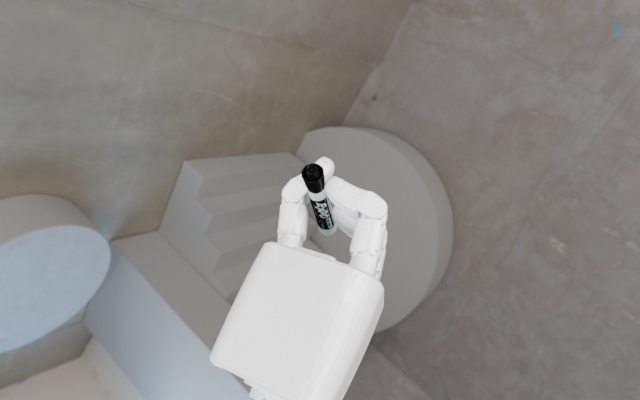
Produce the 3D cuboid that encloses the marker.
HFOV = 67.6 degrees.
[{"bbox_3d":[0.000,0.001,0.439,0.020,0.020,0.121,0,-26,8],"label":"marker"}]
